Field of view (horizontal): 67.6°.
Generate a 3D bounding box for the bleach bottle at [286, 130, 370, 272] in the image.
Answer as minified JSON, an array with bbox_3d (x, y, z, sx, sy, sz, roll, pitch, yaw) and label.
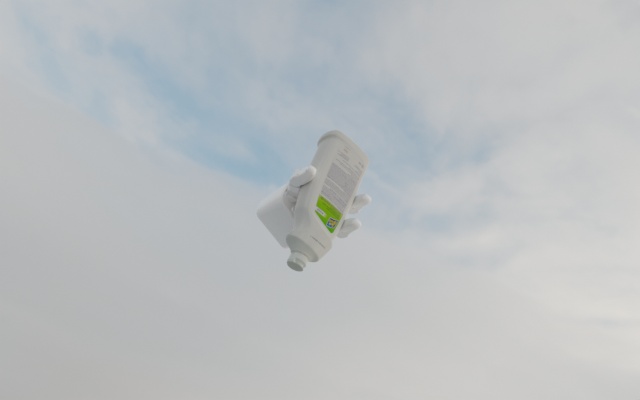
[{"bbox_3d":[0.000,0.003,0.808,0.102,0.250,0.068,39,-34,-20],"label":"bleach bottle"}]
